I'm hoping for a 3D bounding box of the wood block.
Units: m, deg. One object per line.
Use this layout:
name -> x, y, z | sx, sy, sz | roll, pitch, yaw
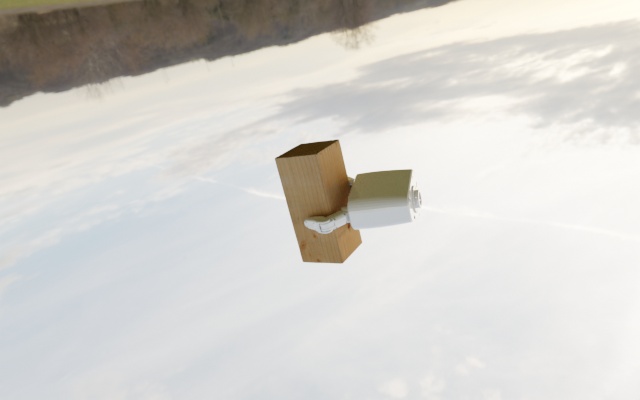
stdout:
wood block -> 0.000, 0.003, 0.874 | 0.090, 0.206, 0.090 | -2, 21, 33
